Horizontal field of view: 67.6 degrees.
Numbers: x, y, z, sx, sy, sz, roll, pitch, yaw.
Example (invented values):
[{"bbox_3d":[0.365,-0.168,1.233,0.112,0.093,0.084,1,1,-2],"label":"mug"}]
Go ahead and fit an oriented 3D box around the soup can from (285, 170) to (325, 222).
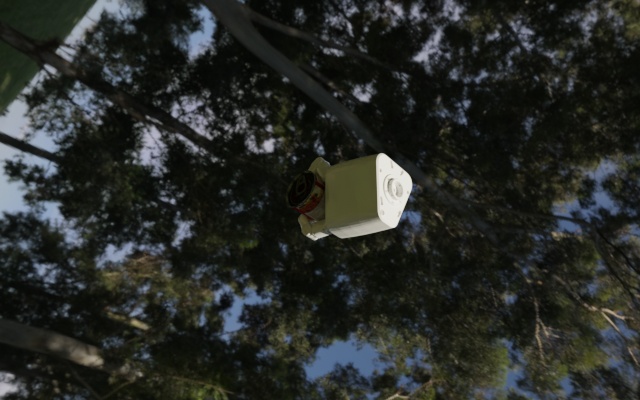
[{"bbox_3d":[0.000,0.003,0.805,0.102,0.068,0.068,33,-21,-36],"label":"soup can"}]
